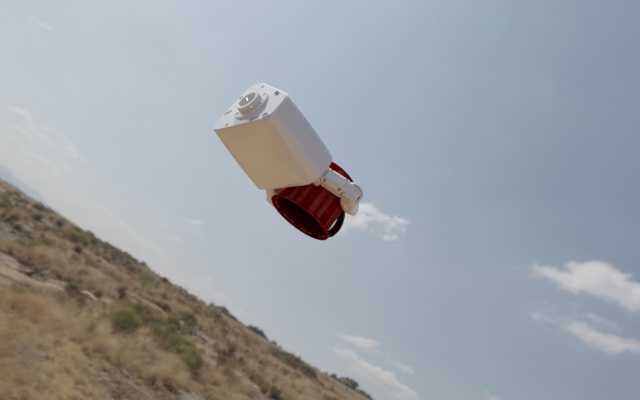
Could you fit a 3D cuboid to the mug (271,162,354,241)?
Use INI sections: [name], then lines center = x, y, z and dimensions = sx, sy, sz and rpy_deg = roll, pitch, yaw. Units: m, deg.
[mug]
center = 0.001, 0.003, 0.657
dimensions = 0.093, 0.081, 0.117
rpy_deg = 14, -31, 47
